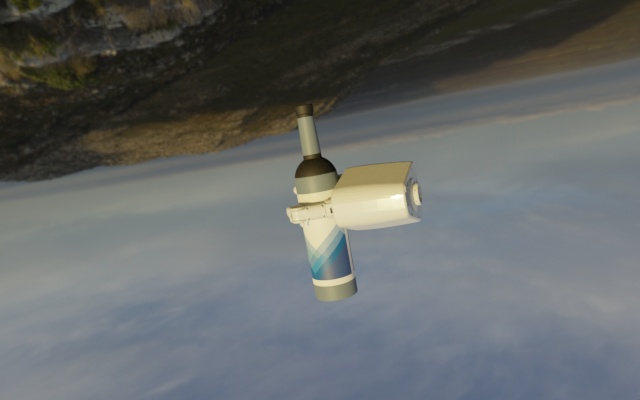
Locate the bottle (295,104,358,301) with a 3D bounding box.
[{"bbox_3d":[0.000,0.003,0.729,0.069,0.296,0.069,-10,7,1],"label":"bottle"}]
